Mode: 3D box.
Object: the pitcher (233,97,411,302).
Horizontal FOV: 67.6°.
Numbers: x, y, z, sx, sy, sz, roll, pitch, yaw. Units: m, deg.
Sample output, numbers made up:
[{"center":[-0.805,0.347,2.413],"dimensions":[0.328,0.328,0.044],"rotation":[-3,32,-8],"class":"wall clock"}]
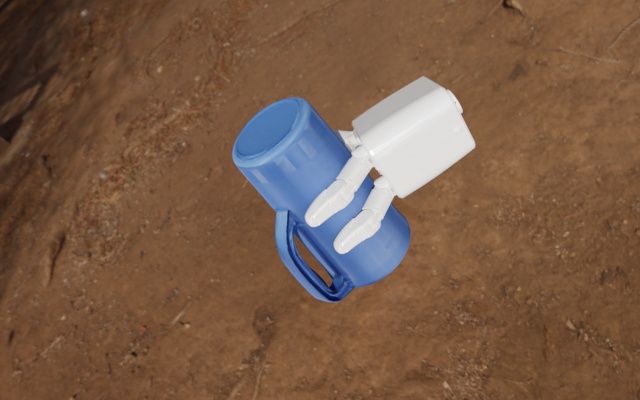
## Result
[{"center":[0.000,0.002,0.592],"dimensions":[0.145,0.243,0.149],"rotation":[-33,37,10],"class":"pitcher"}]
